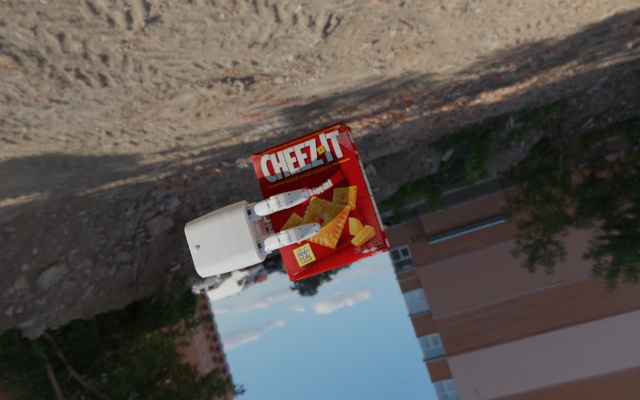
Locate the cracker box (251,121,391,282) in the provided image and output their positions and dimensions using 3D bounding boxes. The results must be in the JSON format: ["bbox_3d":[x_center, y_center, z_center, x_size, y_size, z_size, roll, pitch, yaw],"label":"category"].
[{"bbox_3d":[0.000,0.003,0.765,0.164,0.213,0.072,-19,-5,9],"label":"cracker box"}]
